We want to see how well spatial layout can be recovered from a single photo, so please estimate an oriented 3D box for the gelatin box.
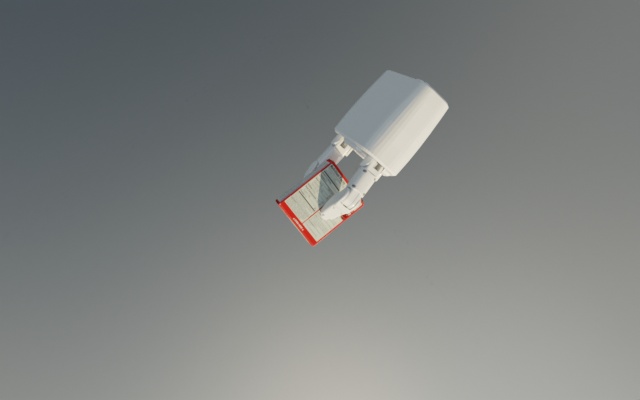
[{"bbox_3d":[0.000,0.002,0.610,0.089,0.073,0.030,-39,18,-5],"label":"gelatin box"}]
